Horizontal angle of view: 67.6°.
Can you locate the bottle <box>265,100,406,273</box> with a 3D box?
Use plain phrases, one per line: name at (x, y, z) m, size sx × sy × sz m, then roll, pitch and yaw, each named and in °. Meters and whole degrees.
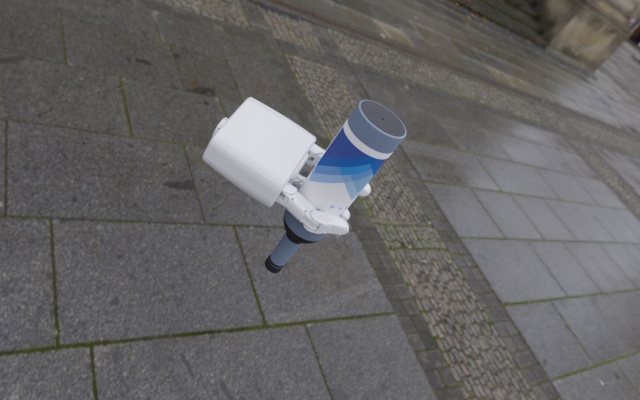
bottle at (0.000, 0.002, 0.635) m, size 0.069 × 0.069 × 0.296 m, roll 0°, pitch -41°, yaw -40°
